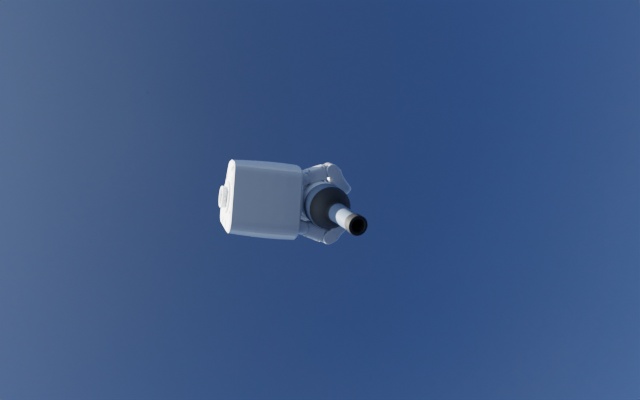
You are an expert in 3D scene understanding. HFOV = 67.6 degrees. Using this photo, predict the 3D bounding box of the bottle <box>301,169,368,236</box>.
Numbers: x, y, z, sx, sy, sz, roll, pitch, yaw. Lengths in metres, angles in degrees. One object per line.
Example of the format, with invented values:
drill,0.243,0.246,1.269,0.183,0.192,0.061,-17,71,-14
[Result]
bottle,0.000,0.002,0.753,0.069,0.069,0.295,0,12,-20
